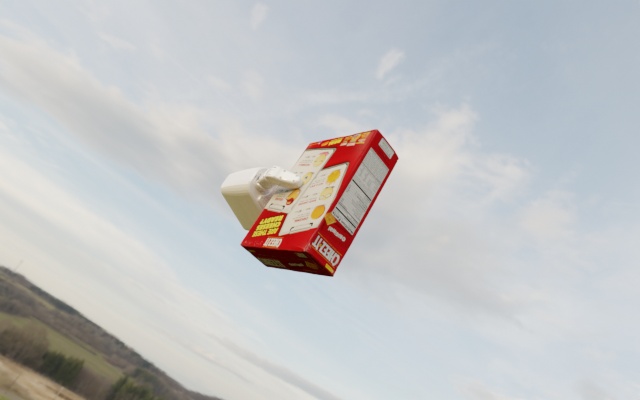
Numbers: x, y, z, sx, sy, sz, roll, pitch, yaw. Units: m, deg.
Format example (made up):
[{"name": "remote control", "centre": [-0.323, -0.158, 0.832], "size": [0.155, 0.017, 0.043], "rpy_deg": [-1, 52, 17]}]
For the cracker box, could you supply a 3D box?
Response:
[{"name": "cracker box", "centre": [0.000, 0.002, 0.707], "size": [0.072, 0.213, 0.164], "rpy_deg": [45, -27, -28]}]
